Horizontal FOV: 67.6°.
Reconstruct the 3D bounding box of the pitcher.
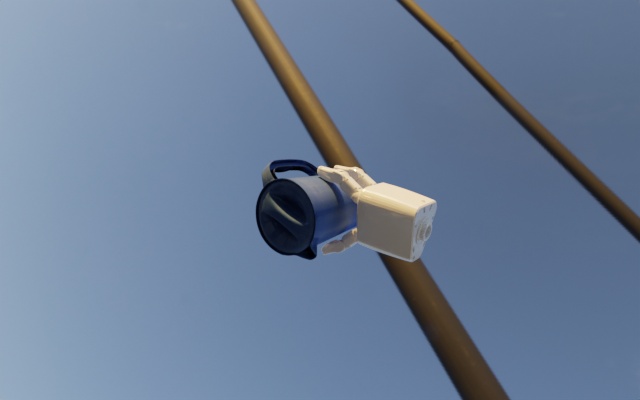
[{"bbox_3d":[0.000,0.003,0.897,0.145,0.149,0.243,16,18,32],"label":"pitcher"}]
